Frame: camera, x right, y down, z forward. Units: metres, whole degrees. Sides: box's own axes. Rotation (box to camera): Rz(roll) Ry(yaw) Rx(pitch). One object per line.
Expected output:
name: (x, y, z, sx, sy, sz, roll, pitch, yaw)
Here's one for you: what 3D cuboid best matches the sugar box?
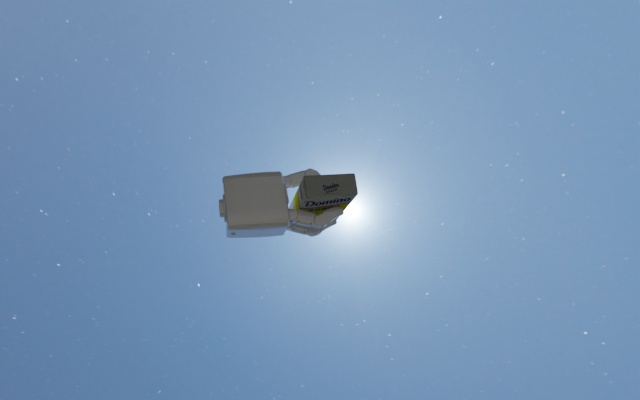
sugar box: (0.000, 0.003, 0.877, 0.093, 0.048, 0.176, -4, -16, -13)
